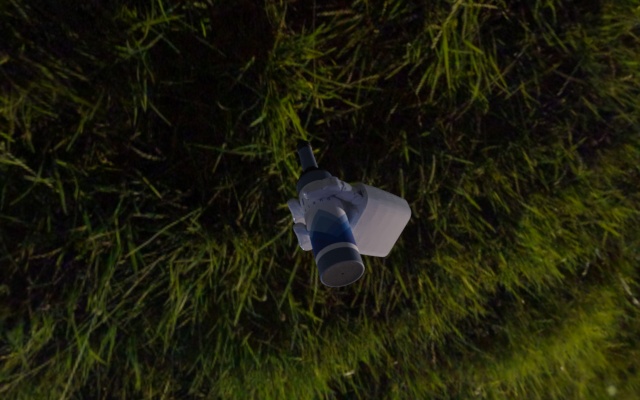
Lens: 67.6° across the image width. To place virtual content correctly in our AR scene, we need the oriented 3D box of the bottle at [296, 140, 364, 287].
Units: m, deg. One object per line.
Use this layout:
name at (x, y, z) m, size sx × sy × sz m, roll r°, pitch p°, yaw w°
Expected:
bottle at (0.000, 0.003, 0.795) m, size 0.069 × 0.295 × 0.069 m, roll -9°, pitch -42°, yaw -9°
